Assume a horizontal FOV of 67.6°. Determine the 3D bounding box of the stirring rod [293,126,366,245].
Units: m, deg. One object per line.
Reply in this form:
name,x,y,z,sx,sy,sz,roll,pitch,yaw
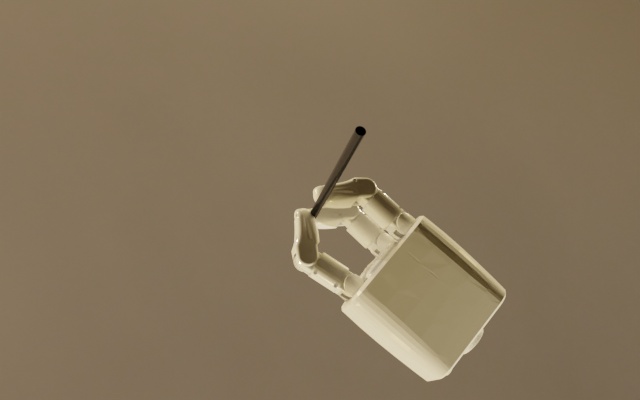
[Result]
stirring rod,0.000,0.001,0.438,0.011,0.011,0.240,0,-24,-15
